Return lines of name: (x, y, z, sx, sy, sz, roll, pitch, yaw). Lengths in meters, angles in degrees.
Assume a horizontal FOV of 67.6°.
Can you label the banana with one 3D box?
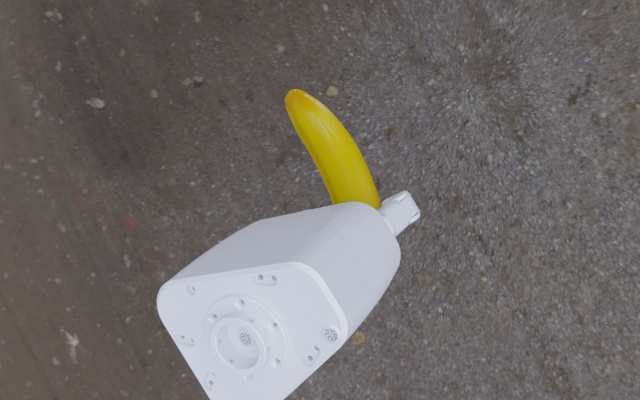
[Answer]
banana: (0.017, 0.003, 0.394, 0.069, 0.198, 0.037, -5, 14, 28)
